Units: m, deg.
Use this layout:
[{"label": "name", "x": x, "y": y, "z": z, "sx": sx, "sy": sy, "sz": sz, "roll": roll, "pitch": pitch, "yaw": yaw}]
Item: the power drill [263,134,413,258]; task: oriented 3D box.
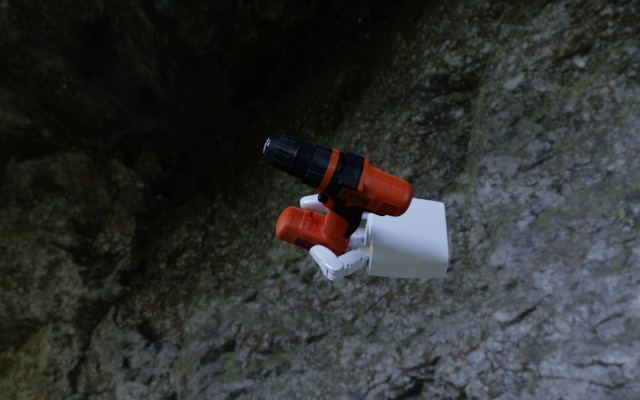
[{"label": "power drill", "x": 0.000, "y": 0.002, "z": 0.614, "sx": 0.184, "sy": 0.057, "sz": 0.188, "roll": 23, "pitch": -32, "yaw": -7}]
